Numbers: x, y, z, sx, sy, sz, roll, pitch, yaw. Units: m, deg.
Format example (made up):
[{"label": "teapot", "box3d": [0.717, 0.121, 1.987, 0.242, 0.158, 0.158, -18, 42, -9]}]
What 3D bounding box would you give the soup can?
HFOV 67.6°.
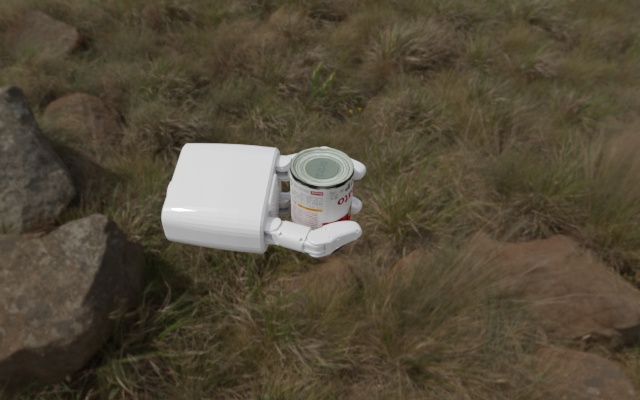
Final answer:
[{"label": "soup can", "box3d": [0.001, 0.002, 0.516, 0.068, 0.102, 0.068, 1, 42, -1]}]
